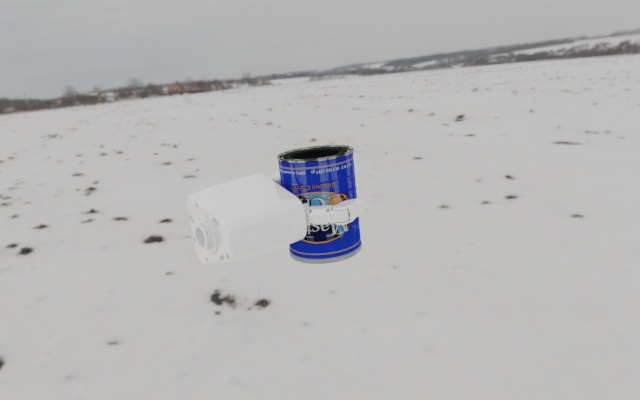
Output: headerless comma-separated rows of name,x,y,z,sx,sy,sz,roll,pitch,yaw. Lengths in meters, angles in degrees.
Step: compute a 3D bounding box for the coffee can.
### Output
coffee can,0.000,0.002,0.653,0.103,0.140,0.102,-6,15,2
